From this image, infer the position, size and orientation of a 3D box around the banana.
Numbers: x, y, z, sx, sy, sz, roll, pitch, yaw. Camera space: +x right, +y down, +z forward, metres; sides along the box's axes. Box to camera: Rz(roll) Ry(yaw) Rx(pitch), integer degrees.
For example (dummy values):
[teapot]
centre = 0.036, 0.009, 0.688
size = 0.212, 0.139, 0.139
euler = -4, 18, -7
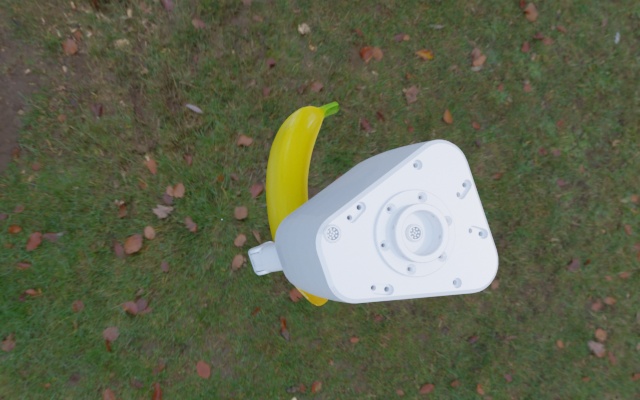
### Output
[banana]
centre = -0.017, -0.004, 0.439
size = 0.069, 0.197, 0.037
euler = 7, -8, -19
